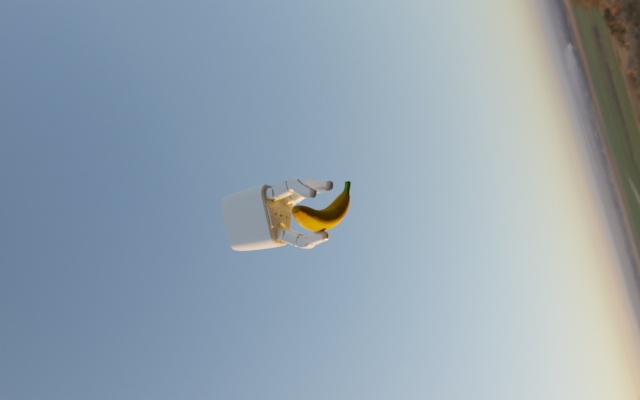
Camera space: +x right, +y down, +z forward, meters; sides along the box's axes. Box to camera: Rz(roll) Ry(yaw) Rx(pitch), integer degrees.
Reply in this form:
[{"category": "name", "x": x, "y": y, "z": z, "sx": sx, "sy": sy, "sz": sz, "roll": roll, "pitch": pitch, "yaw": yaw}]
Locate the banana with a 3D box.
[{"category": "banana", "x": 0.006, "y": 0.020, "z": 0.846, "sx": 0.037, "sy": 0.069, "sz": 0.197, "roll": -8, "pitch": 11, "yaw": 30}]
